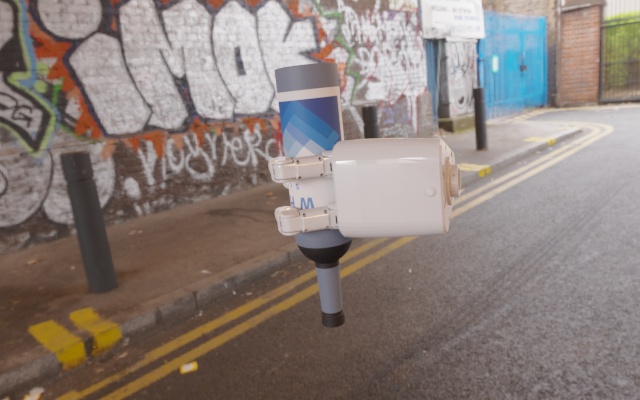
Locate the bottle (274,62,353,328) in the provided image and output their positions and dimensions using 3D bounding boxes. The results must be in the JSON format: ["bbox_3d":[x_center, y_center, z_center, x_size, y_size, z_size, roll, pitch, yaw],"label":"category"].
[{"bbox_3d":[0.000,0.001,0.534,0.069,0.296,0.069,-6,13,1],"label":"bottle"}]
